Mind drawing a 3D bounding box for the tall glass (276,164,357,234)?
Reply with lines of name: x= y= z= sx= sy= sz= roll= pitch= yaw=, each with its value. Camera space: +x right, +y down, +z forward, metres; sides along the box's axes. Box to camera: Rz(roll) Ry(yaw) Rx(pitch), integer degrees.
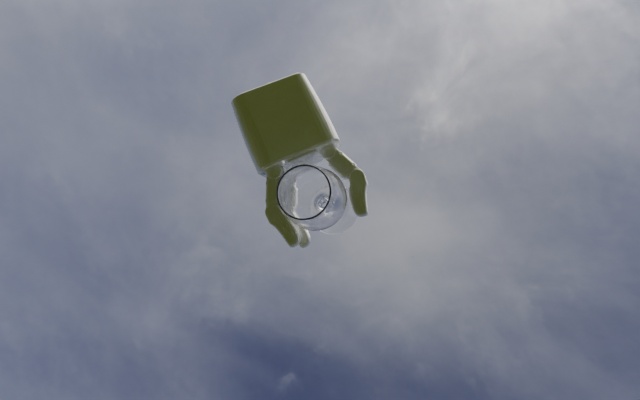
tall glass: x=0.000 y=0.002 z=0.616 sx=0.079 sy=0.079 sz=0.201 roll=0 pitch=-6 yaw=11
